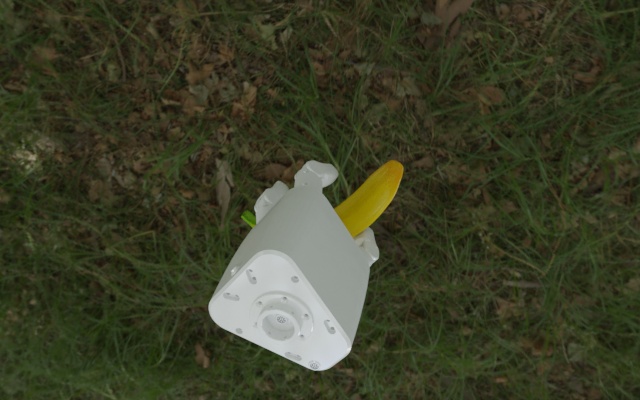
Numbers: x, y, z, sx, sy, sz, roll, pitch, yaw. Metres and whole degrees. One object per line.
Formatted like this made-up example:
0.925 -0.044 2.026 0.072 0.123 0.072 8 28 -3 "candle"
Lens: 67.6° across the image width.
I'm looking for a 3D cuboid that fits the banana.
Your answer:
0.004 0.019 0.515 0.198 0.070 0.037 -19 14 22 "banana"
